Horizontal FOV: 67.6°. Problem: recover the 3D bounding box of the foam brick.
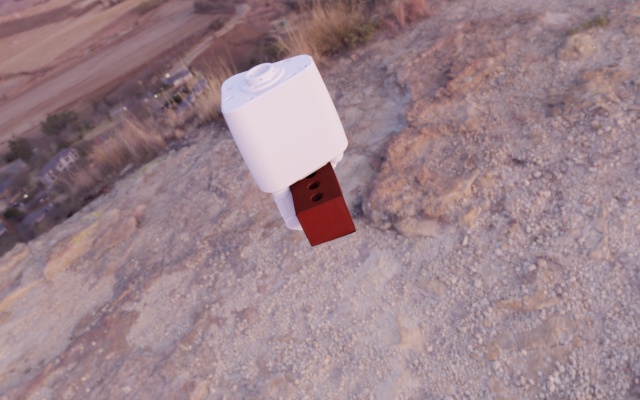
[{"bbox_3d":[0.000,0.002,0.525,0.053,0.051,0.078,-21,37,3],"label":"foam brick"}]
